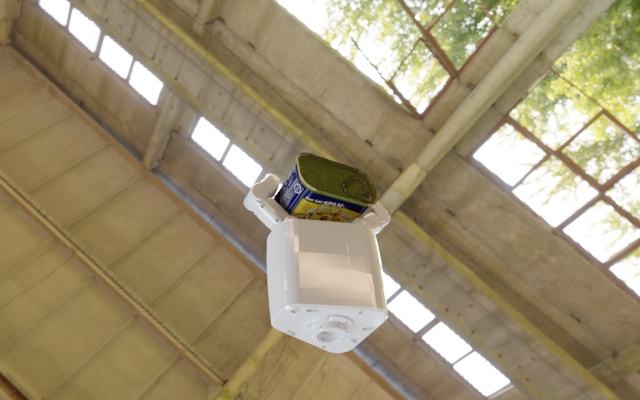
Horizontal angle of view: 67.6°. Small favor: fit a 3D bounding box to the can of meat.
[{"bbox_3d":[0.000,0.002,0.555,0.102,0.057,0.084,15,-48,-27],"label":"can of meat"}]
